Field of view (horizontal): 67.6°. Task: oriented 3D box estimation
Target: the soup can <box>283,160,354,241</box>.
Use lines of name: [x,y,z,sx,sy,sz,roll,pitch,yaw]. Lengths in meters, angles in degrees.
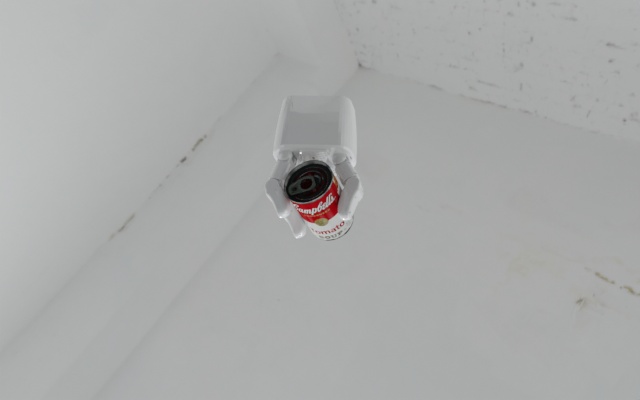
soup can: [0.000,0.003,0.652,0.068,0.068,0.102,0,-33,23]
